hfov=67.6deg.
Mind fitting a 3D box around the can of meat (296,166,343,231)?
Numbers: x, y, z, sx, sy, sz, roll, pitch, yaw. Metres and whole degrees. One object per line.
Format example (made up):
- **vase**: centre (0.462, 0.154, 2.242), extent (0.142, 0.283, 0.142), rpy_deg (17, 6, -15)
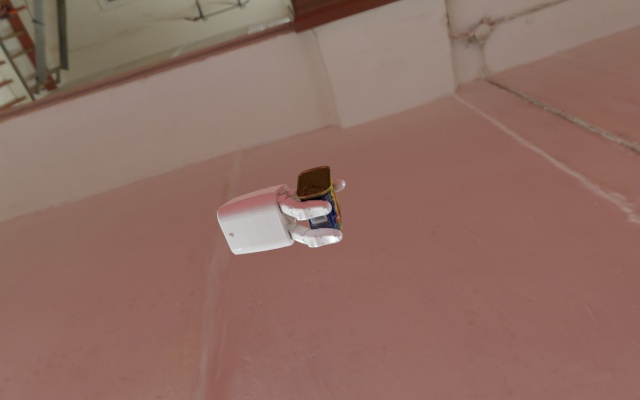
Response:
- **can of meat**: centre (0.000, 0.003, 0.797), extent (0.057, 0.084, 0.102), rpy_deg (-14, 27, 7)
